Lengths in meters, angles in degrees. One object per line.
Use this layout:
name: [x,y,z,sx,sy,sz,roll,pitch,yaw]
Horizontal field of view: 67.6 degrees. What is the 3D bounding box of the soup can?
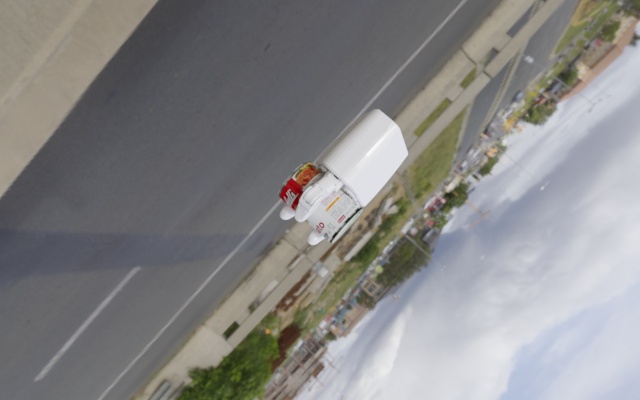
soup can: [0.000,0.003,0.668,0.102,0.068,0.068,42,8,9]
